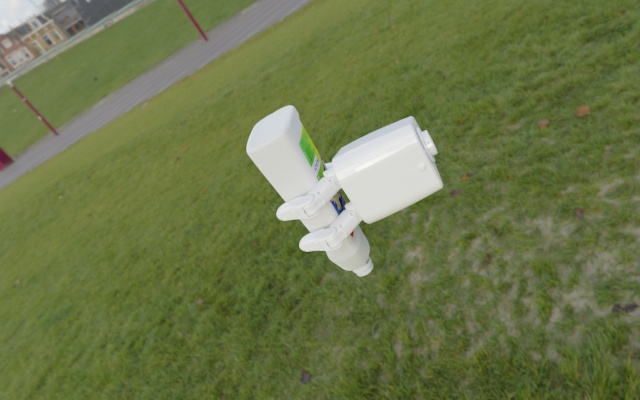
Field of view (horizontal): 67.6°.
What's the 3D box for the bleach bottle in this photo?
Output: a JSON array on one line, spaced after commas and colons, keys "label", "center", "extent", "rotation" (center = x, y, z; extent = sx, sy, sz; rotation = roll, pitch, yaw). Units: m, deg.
[{"label": "bleach bottle", "center": [0.000, 0.002, 0.642], "extent": [0.068, 0.251, 0.102], "rotation": [-26, 28, 17]}]
